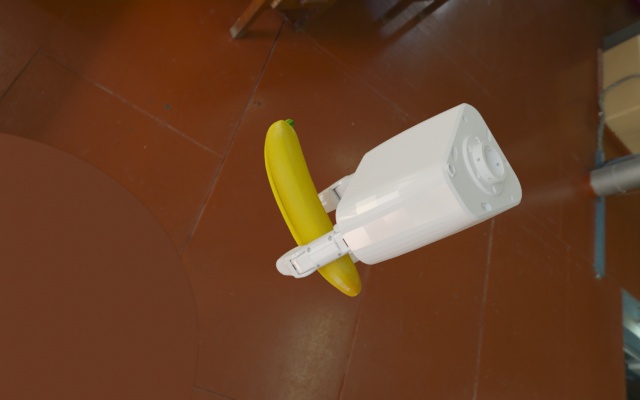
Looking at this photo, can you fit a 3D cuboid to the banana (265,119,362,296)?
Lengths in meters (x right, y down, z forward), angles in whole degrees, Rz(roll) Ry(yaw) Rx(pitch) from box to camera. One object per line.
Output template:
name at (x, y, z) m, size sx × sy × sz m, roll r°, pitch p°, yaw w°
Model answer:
banana at (-0.013, -0.002, 0.452) m, size 0.037 × 0.197 × 0.069 m, roll -32°, pitch -20°, yaw 34°
